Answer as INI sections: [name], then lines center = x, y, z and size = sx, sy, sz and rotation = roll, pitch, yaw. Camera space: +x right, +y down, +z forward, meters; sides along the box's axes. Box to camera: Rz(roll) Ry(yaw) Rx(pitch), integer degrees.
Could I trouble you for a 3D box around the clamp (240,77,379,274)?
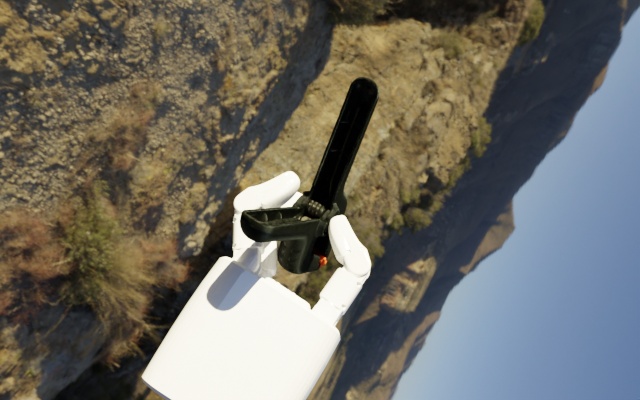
[clamp]
center = 0.001, 0.002, 0.427
size = 0.036, 0.164, 0.210
rotation = 30, -21, 16
